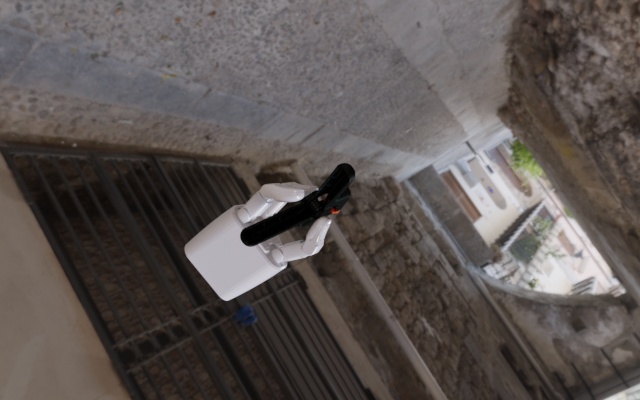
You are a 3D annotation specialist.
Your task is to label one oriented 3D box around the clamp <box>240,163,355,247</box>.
[{"bbox_3d":[0.001,0.003,0.655,0.164,0.036,0.210,-34,-8,19],"label":"clamp"}]
